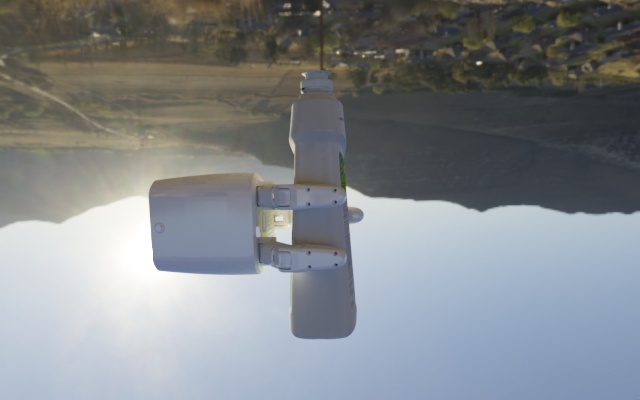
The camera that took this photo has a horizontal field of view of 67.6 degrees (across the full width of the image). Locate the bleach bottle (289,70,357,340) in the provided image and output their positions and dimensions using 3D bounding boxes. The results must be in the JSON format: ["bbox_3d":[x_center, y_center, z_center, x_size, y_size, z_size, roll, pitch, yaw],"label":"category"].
[{"bbox_3d":[0.000,0.002,0.477,0.068,0.251,0.102,-1,3,3],"label":"bleach bottle"}]
